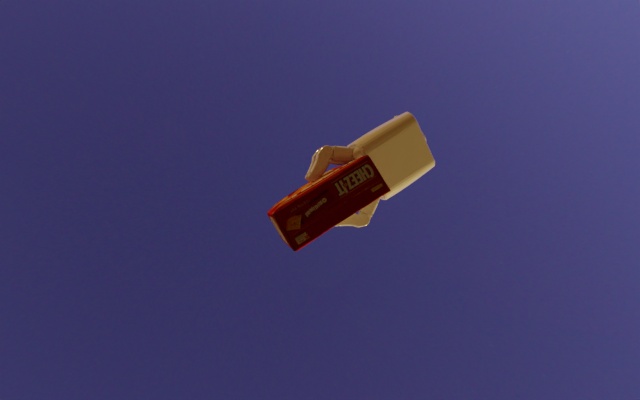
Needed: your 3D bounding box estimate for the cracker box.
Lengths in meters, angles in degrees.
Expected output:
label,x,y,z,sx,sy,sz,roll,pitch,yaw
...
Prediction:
label,x,y,z,sx,sy,sz,roll,pitch,yaw
cracker box,0.000,0.003,0.767,0.164,0.072,0.213,-32,3,-8
